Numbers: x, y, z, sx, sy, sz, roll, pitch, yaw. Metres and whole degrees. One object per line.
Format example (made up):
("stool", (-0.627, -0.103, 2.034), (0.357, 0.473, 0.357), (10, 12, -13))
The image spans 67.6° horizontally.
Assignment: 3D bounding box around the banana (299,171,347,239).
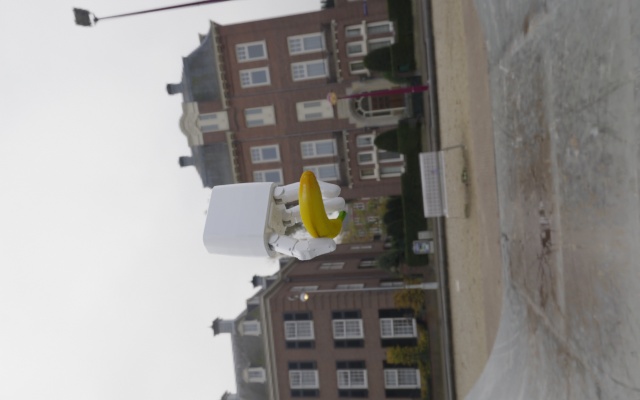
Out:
("banana", (-0.001, 0.021, 0.707), (0.037, 0.069, 0.198), (3, -17, 16))
